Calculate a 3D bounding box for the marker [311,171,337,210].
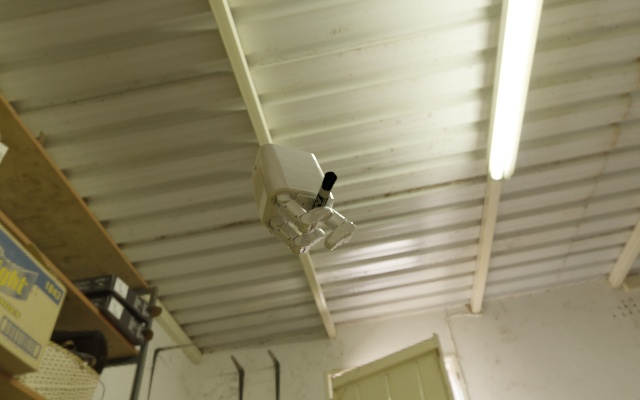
[{"bbox_3d":[0.000,0.002,0.710,0.020,0.020,0.121,0,-42,-21],"label":"marker"}]
